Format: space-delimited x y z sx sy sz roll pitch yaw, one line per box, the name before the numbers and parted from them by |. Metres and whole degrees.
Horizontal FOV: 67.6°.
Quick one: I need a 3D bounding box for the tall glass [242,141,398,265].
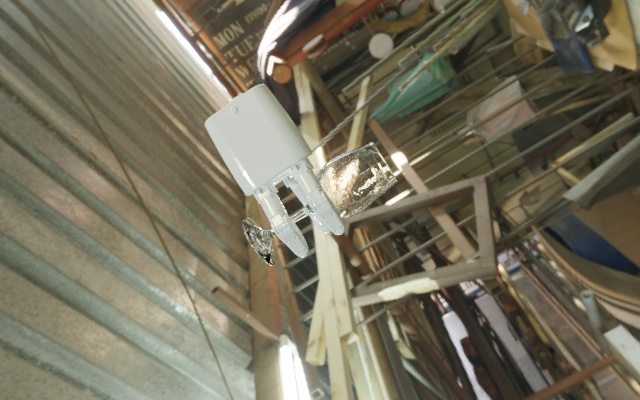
tall glass | 0.000 0.003 0.627 0.201 0.079 0.079 -32 -6 9
